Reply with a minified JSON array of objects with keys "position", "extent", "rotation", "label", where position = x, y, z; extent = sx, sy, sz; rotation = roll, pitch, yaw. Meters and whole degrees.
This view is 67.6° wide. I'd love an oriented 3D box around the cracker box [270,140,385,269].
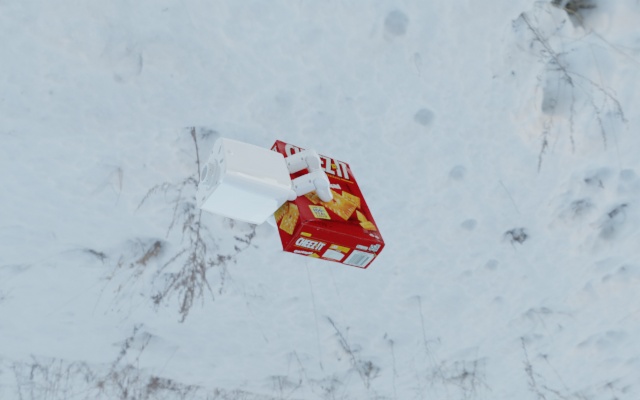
[{"position":[0.000,0.003,0.807],"extent":[0.164,0.072,0.213],"rotation":[16,36,-31],"label":"cracker box"}]
